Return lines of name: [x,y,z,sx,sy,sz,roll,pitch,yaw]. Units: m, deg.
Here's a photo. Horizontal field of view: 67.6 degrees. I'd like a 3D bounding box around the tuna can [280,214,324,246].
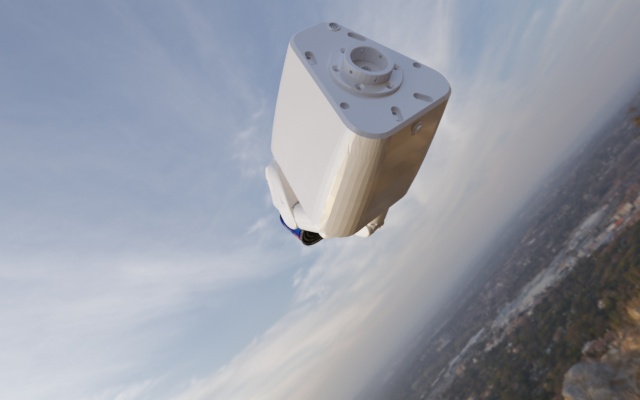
tuna can: [0.000,0.001,0.476,0.033,0.086,0.086,39,16,21]
